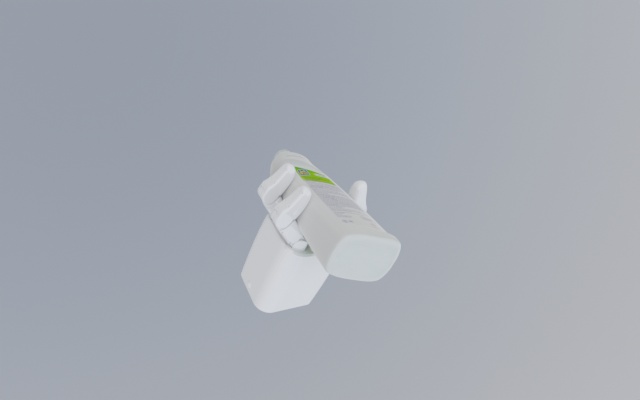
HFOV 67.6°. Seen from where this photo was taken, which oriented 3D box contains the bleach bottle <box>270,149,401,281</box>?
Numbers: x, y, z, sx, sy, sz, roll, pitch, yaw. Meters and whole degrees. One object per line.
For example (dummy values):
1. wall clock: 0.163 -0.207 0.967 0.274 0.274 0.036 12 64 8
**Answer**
1. bleach bottle: 0.000 0.002 0.649 0.102 0.068 0.250 14 25 -35
